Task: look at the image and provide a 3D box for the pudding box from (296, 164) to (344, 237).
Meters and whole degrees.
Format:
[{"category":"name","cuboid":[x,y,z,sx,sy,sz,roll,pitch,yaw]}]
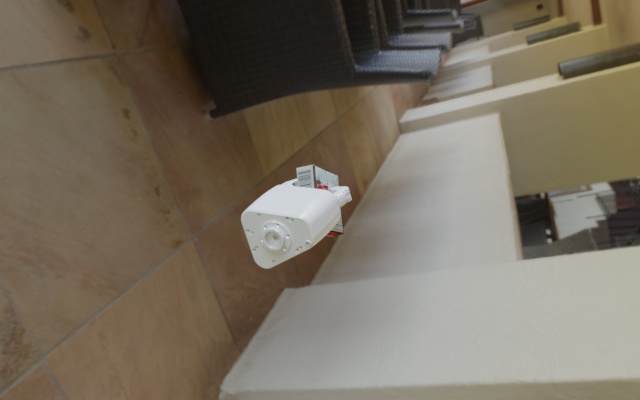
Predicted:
[{"category":"pudding box","cuboid":[0.000,0.003,0.813,0.039,0.113,0.090,-9,-13,27]}]
